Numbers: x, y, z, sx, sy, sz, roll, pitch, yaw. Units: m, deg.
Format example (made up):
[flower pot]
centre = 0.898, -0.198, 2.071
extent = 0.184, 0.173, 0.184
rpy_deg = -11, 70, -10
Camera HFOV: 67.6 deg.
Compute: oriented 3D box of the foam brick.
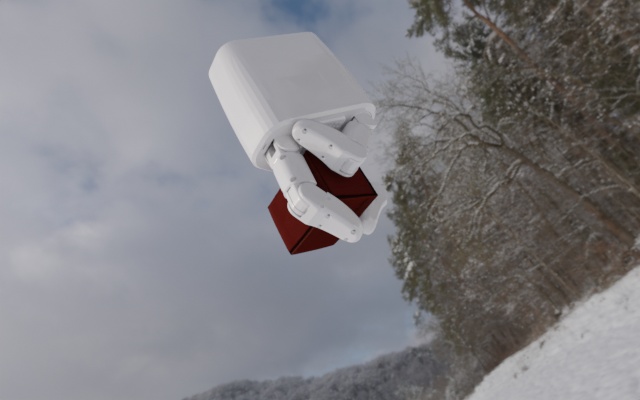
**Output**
[foam brick]
centre = 0.000, 0.002, 0.412
extent = 0.053, 0.051, 0.078
rpy_deg = -6, -35, -43
